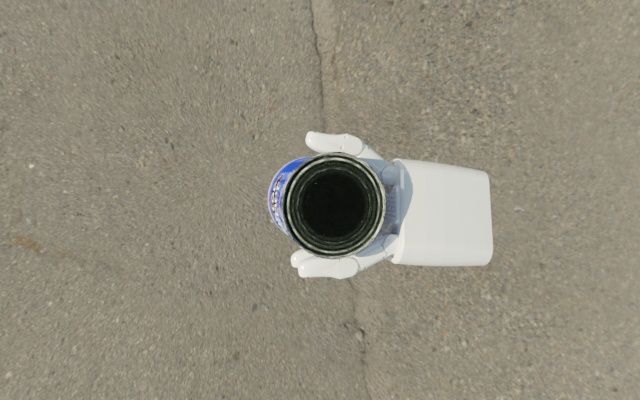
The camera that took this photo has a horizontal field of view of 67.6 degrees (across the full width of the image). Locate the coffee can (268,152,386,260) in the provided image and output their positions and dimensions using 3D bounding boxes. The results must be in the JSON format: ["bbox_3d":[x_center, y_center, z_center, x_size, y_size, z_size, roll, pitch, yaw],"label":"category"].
[{"bbox_3d":[0.000,0.002,0.517,0.103,0.103,0.140,0,3,-11],"label":"coffee can"}]
